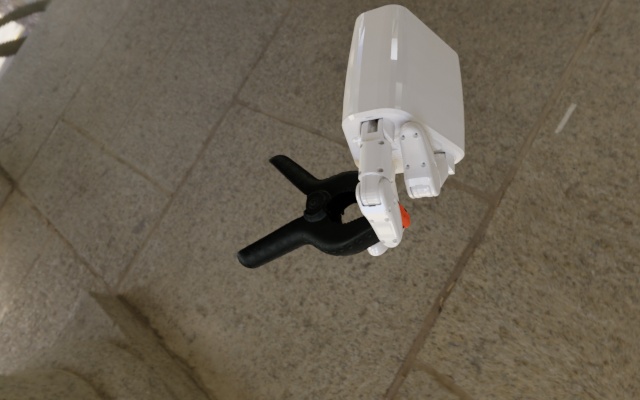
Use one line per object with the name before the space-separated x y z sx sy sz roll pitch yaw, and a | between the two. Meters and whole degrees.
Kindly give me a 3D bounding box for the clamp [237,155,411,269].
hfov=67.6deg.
clamp | 0.000 0.001 0.442 0.171 0.120 0.039 -7 -23 30
